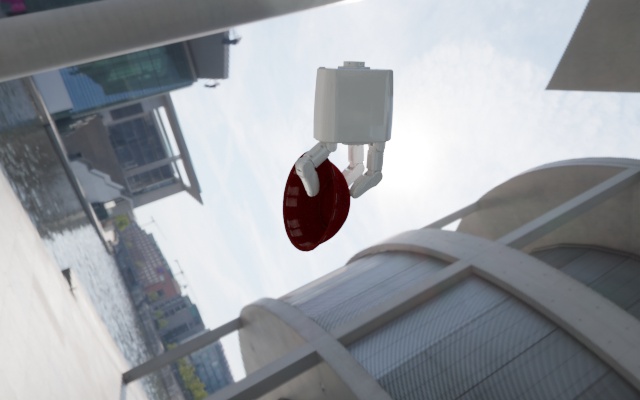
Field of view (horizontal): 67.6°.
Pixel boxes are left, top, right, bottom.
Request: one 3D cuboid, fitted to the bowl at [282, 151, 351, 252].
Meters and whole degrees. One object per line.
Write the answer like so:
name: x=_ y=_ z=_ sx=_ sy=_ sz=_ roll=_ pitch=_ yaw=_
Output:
bowl: x=0.000 y=0.004 z=0.763 sx=0.055 sy=0.162 sz=0.162 roll=7 pitch=-4 yaw=-33
